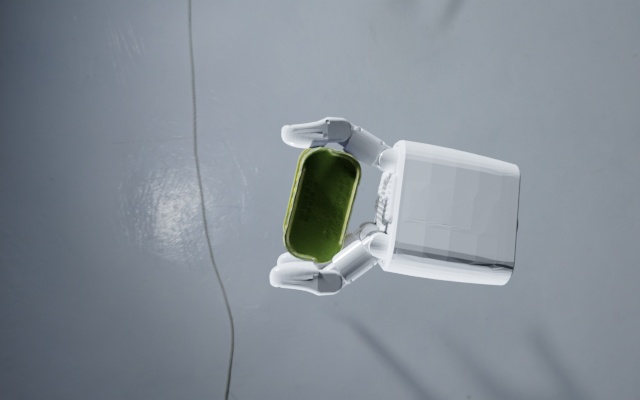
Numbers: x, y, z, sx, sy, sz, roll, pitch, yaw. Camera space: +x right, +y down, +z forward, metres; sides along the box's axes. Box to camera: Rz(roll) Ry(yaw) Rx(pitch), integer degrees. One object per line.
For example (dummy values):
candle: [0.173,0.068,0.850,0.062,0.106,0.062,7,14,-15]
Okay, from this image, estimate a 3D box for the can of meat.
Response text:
can of meat: [0.000,0.001,0.435,0.057,0.102,0.084,13,5,-4]
